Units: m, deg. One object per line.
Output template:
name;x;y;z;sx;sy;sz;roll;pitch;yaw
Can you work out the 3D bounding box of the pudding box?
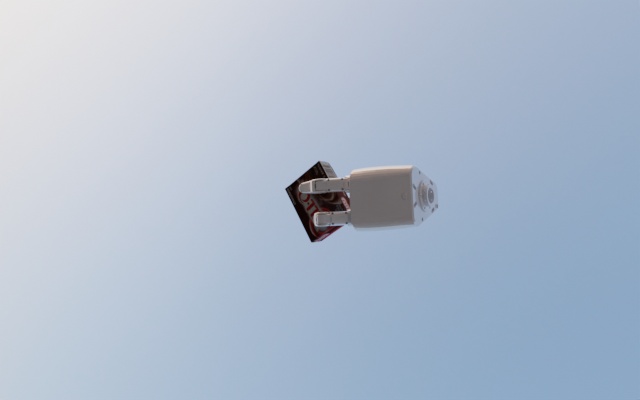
pudding box;0.000;0.003;0.820;0.090;0.113;0.039;-37;-22;29
